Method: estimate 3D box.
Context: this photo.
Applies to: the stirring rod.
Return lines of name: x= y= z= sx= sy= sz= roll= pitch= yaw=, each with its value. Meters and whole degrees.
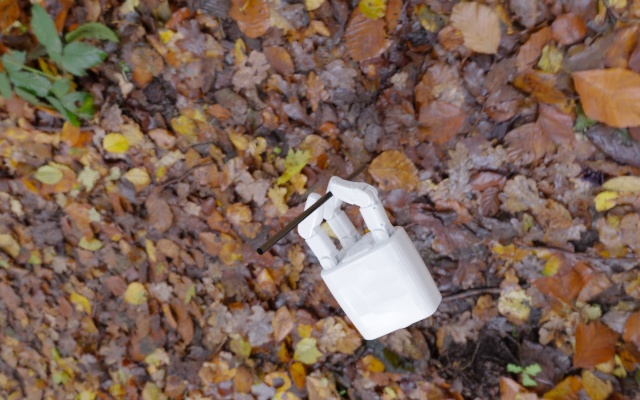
stirring rod: x=0.000 y=0.002 z=0.563 sx=0.011 sy=0.011 sz=0.239 roll=0 pitch=24 yaw=33
